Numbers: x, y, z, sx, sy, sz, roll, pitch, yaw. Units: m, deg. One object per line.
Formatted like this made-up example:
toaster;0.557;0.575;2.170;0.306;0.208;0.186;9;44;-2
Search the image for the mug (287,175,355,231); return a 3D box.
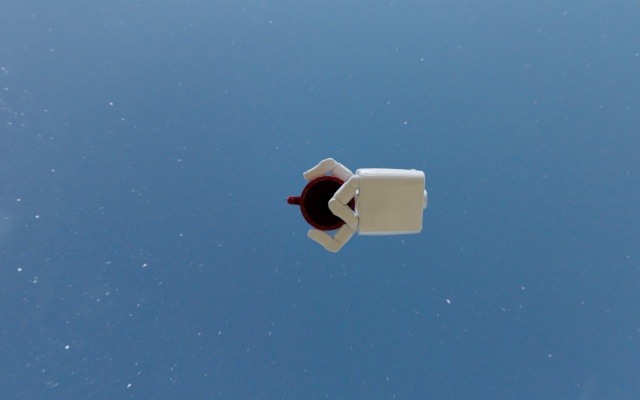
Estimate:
mug;-0.001;0.003;0.839;0.117;0.093;0.081;1;3;1
